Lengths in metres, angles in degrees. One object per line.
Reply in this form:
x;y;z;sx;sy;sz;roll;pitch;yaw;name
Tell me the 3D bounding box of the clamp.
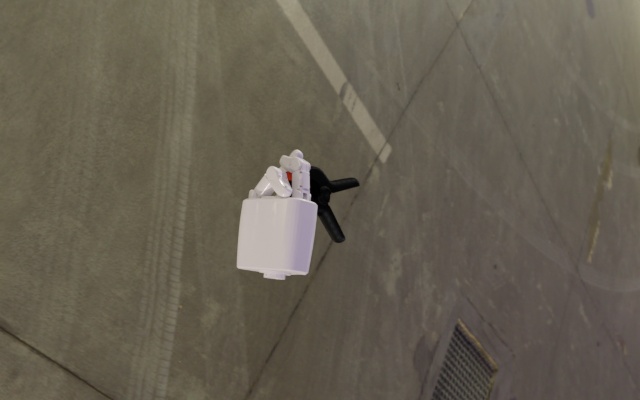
0.000;0.002;0.801;0.171;0.120;0.039;17;-16;-42;clamp
